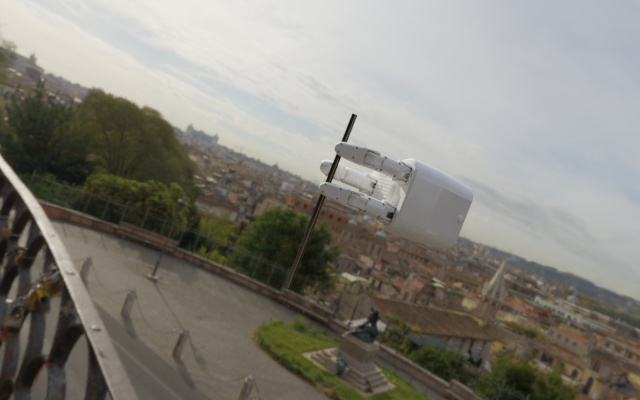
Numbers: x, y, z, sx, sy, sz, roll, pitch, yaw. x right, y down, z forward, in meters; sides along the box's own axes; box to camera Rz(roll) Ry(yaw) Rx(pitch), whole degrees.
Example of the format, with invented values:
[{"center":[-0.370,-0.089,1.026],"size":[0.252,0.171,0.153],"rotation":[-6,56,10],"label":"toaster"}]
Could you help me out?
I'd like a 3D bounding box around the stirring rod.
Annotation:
[{"center":[0.000,0.002,0.615],"size":[0.011,0.239,0.011],"rotation":[21,2,-1],"label":"stirring rod"}]
